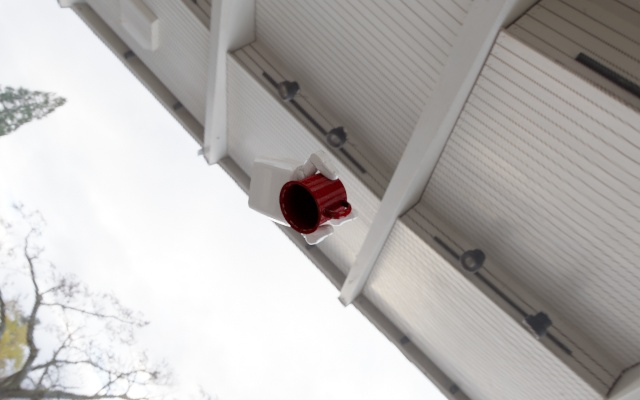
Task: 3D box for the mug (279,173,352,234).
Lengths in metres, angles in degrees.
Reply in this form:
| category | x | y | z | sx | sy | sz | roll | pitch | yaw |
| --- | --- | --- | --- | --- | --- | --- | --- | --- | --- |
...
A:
| category | x | y | z | sx | sy | sz | roll | pitch | yaw |
| --- | --- | --- | --- | --- | --- | --- | --- | --- | --- |
| mug | 0.001 | 0.003 | 0.798 | 0.117 | 0.093 | 0.081 | 18 | 30 | 37 |
